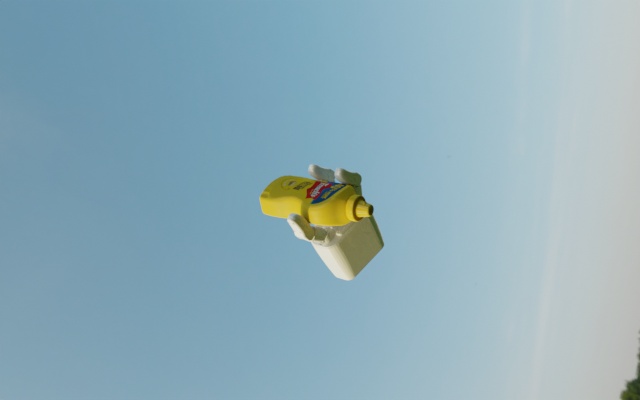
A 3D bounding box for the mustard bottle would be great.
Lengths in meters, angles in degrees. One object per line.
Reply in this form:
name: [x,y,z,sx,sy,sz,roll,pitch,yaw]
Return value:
mustard bottle: [0.000,0.002,0.772,0.191,0.058,0.096,10,30,36]
